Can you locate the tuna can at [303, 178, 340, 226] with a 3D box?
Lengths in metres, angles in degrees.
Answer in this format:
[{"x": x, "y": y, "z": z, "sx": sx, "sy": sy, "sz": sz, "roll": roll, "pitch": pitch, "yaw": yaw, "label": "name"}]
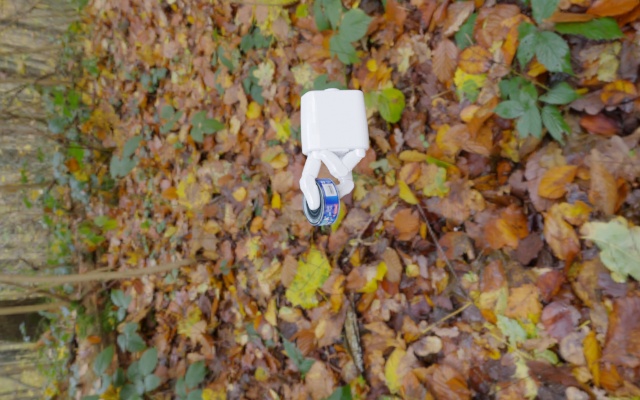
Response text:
[{"x": 0.000, "y": 0.003, "z": 0.864, "sx": 0.034, "sy": 0.086, "sz": 0.086, "roll": -4, "pitch": 2, "yaw": -28, "label": "tuna can"}]
